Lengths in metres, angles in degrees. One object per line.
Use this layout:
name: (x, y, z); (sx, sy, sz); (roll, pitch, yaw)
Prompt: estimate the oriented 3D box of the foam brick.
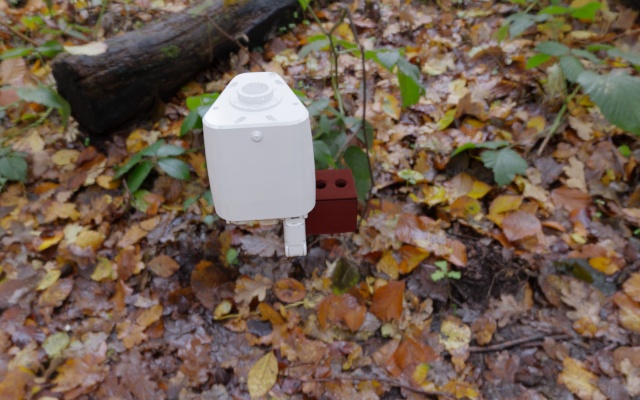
foam brick: (0.000, 0.002, 0.526); (0.078, 0.051, 0.053); (-4, 40, -4)
